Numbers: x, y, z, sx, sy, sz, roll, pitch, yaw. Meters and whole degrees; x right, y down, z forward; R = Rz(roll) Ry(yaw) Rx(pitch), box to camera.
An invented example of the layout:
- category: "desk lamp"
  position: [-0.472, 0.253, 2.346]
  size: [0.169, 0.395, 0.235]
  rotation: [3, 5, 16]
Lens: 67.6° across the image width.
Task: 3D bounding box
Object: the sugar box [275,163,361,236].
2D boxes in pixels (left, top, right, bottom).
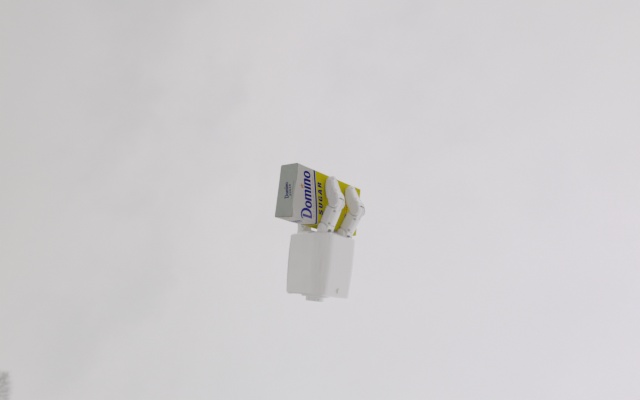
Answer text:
- category: "sugar box"
  position: [0.001, 0.003, 0.842]
  size: [0.048, 0.093, 0.176]
  rotation: [-4, -15, 39]
